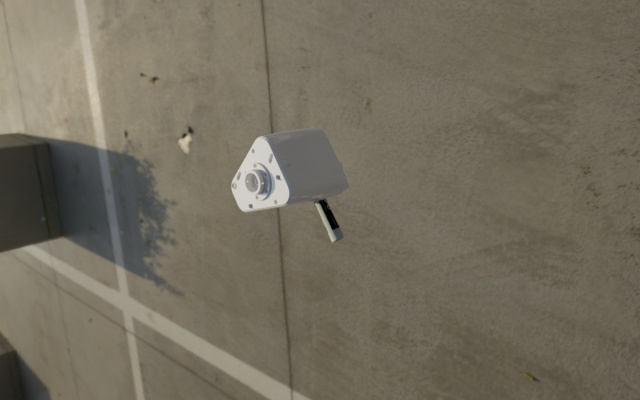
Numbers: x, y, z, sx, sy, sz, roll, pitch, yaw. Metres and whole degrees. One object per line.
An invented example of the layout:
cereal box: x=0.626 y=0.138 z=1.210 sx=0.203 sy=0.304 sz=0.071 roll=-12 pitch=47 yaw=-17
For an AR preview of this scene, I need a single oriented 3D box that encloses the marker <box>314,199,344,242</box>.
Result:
marker: x=0.000 y=0.002 z=0.688 sx=0.020 sy=0.121 sz=0.020 roll=-24 pitch=-9 yaw=-4
